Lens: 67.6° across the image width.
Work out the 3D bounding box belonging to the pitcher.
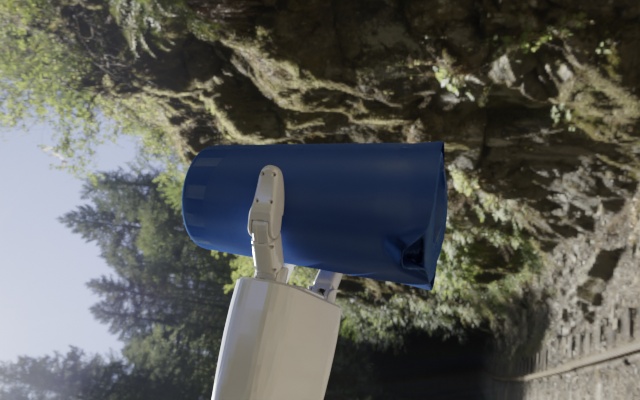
[{"bbox_3d":[0.000,0.002,0.470,0.243,0.145,0.149,5,-19,17],"label":"pitcher"}]
